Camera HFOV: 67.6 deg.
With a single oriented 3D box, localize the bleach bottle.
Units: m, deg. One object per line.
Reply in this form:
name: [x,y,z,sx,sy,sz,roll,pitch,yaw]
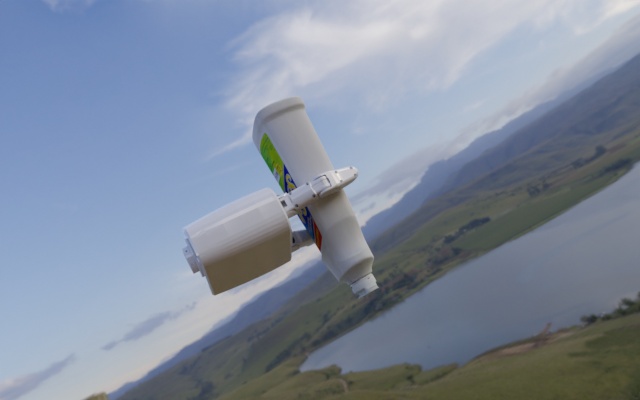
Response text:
bleach bottle: [0.000,0.002,0.592,0.068,0.250,0.103,-25,-12,-19]
